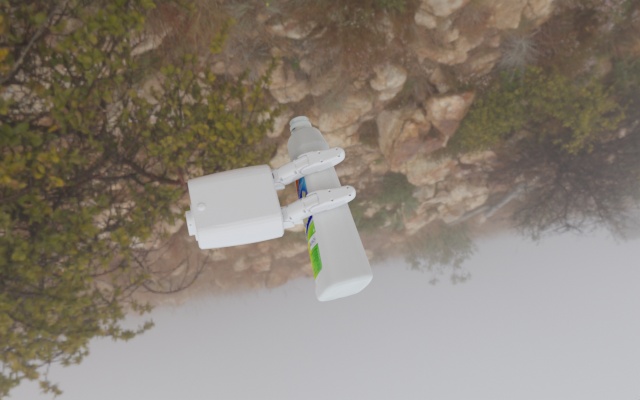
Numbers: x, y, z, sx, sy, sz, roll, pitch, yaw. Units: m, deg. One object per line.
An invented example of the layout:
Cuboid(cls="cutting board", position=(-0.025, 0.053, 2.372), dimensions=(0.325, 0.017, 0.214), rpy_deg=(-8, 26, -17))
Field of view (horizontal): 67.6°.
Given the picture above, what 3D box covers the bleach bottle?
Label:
Cuboid(cls="bleach bottle", position=(0.000, 0.002, 0.653), dimensions=(0.068, 0.250, 0.103), rpy_deg=(-11, -21, -14))
